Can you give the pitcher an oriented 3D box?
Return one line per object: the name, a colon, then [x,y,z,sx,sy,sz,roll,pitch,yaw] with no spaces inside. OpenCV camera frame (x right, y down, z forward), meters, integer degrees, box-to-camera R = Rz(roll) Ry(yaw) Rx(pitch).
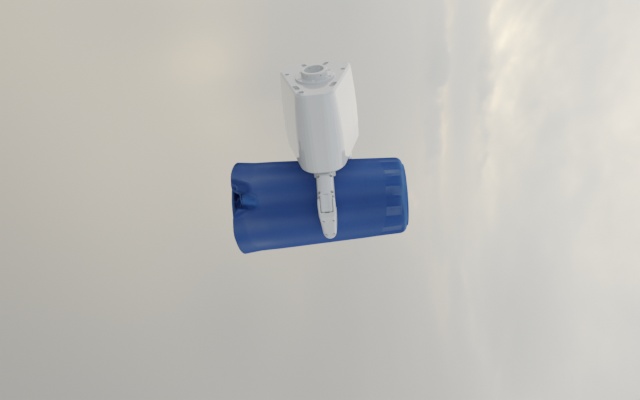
pitcher: [0.000,0.002,0.696,0.243,0.145,0.149,-4,37,5]
